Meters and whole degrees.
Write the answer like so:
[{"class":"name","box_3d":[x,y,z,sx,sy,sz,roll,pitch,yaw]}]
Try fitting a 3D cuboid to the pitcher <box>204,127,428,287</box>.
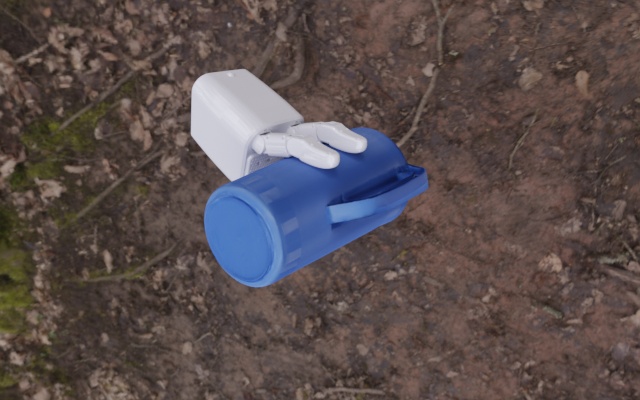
[{"class":"pitcher","box_3d":[0.000,0.002,0.542,0.242,0.145,0.149,-26,-24,-48]}]
